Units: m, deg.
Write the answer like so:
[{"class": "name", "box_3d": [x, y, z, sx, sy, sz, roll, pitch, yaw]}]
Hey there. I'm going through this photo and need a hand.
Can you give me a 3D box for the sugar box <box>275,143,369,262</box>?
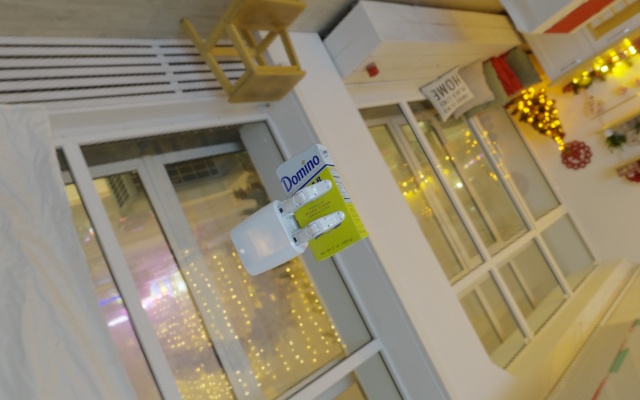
[{"class": "sugar box", "box_3d": [0.000, 0.003, 0.800, 0.093, 0.176, 0.048, -30, -8, 21]}]
